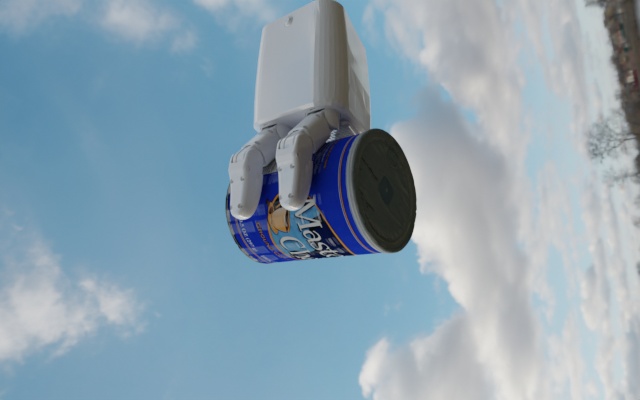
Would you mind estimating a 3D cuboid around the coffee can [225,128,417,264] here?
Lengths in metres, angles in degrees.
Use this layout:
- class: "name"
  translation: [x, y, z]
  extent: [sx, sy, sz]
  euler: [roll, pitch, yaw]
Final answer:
- class: "coffee can"
  translation: [0.000, 0.002, 0.429]
  extent: [0.140, 0.103, 0.103]
  euler: [-10, -6, 37]
